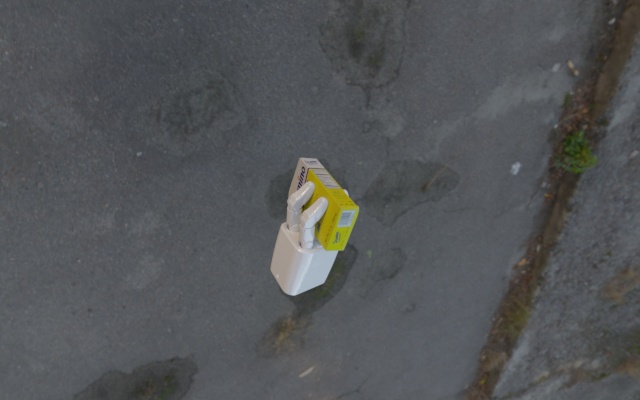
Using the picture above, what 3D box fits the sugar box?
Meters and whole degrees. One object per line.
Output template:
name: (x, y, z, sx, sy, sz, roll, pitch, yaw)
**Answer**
sugar box: (0.000, 0.003, 0.878, 0.048, 0.093, 0.176, 0, 33, -34)
